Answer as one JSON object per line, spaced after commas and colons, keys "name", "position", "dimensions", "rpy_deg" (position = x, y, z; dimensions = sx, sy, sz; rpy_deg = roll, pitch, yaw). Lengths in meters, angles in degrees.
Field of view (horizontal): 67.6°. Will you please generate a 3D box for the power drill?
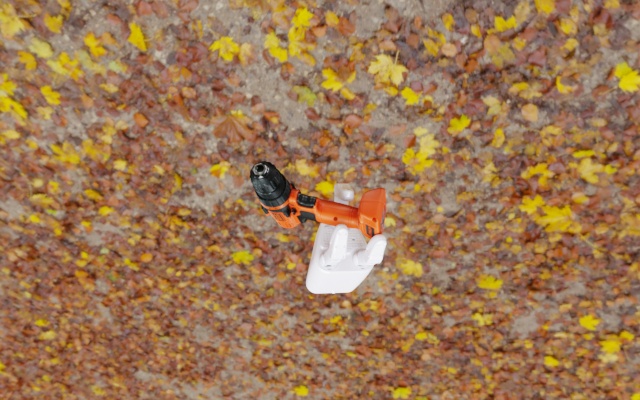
{"name": "power drill", "position": [0.001, 0.003, 0.699], "dimensions": [0.187, 0.057, 0.184], "rpy_deg": [10, -19, 14]}
